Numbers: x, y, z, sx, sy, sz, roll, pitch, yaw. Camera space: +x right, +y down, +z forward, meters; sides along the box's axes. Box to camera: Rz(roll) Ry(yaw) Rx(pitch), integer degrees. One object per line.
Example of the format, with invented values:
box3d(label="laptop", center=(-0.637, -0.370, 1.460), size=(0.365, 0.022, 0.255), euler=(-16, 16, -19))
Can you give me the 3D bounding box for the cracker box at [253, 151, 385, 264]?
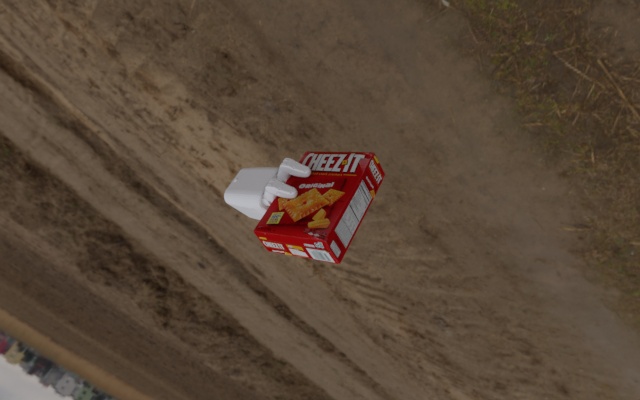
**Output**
box3d(label="cracker box", center=(0.000, 0.003, 0.881), size=(0.164, 0.213, 0.072), euler=(5, -38, 36))
